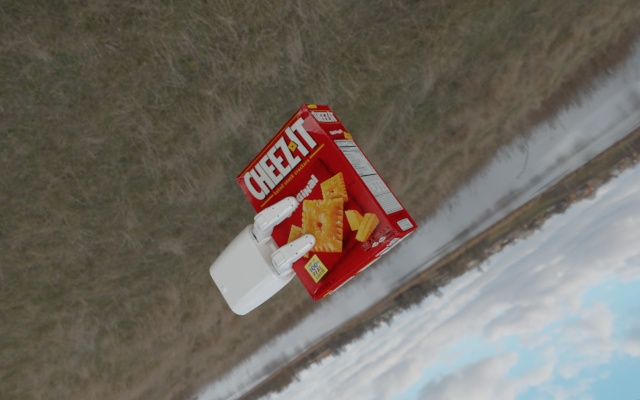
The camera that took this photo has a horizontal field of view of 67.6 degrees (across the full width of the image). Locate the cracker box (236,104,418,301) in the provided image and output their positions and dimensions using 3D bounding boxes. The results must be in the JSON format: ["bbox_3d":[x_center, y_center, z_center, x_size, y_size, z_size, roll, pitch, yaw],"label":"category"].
[{"bbox_3d":[0.000,0.002,0.653,0.164,0.213,0.072,-42,-16,28],"label":"cracker box"}]
